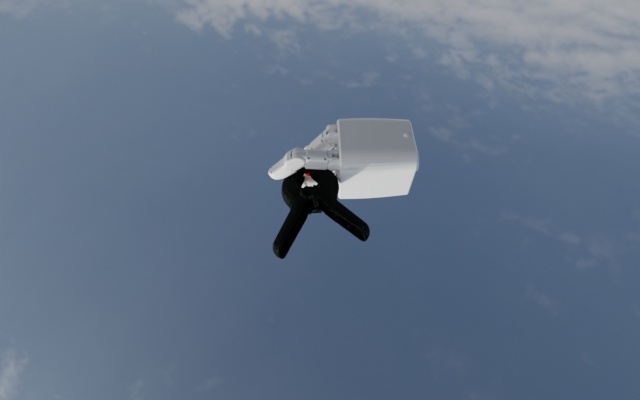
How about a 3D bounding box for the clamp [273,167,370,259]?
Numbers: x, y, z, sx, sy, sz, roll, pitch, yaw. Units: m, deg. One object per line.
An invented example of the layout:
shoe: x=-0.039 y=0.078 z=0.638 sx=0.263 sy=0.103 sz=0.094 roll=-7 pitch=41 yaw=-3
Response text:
clamp: x=0.000 y=0.002 z=0.634 sx=0.120 sy=0.171 sz=0.039 roll=-2 pitch=-42 yaw=0
